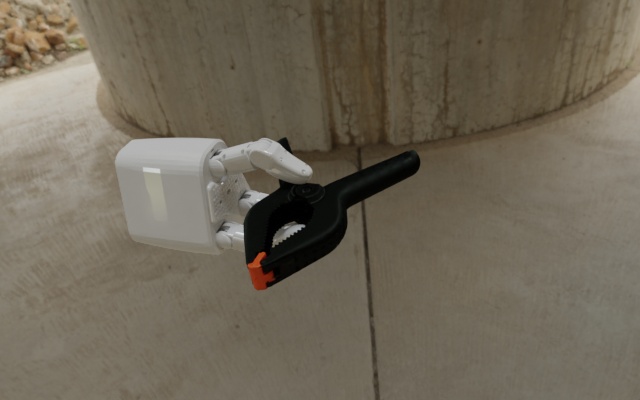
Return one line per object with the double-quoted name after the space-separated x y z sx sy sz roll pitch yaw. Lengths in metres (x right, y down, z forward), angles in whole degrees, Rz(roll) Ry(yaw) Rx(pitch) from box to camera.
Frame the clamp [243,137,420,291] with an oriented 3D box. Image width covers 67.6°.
0.000 0.001 0.447 0.164 0.036 0.209 3 38 19 "clamp"
